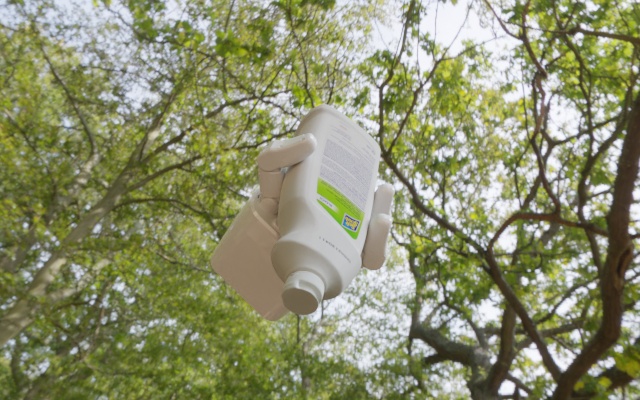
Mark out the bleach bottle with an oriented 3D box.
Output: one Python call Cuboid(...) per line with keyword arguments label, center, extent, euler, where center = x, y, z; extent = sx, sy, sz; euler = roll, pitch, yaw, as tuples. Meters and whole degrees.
Cuboid(label="bleach bottle", center=(0.000, 0.002, 0.457), extent=(0.102, 0.068, 0.250), euler=(34, 34, -12))
